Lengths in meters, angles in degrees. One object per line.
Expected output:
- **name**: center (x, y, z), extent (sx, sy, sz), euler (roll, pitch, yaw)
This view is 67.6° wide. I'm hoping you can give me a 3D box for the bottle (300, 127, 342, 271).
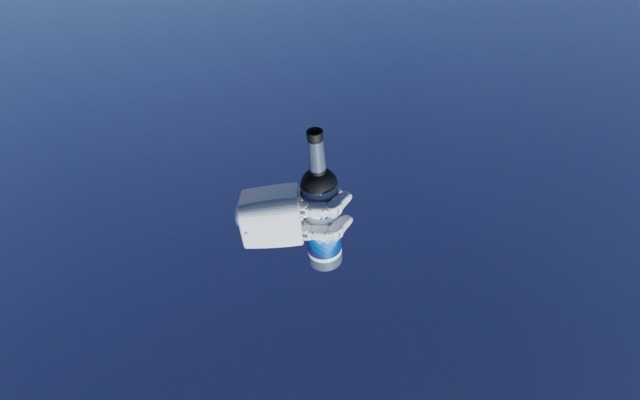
- **bottle**: center (0.000, 0.003, 0.853), extent (0.069, 0.296, 0.069), euler (-3, 39, 2)
